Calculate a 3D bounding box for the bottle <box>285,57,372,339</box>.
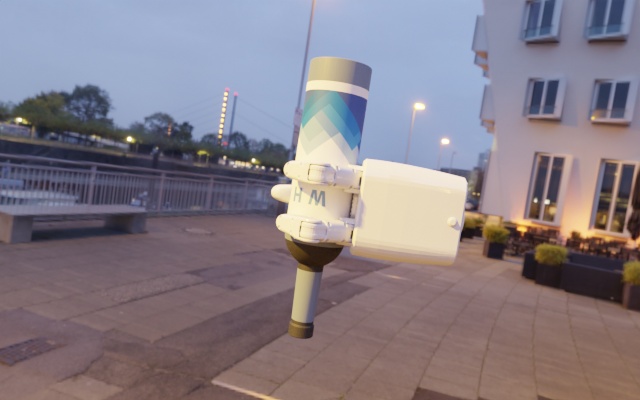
[{"bbox_3d":[0.000,0.001,0.515,0.069,0.296,0.069,9,3,0],"label":"bottle"}]
